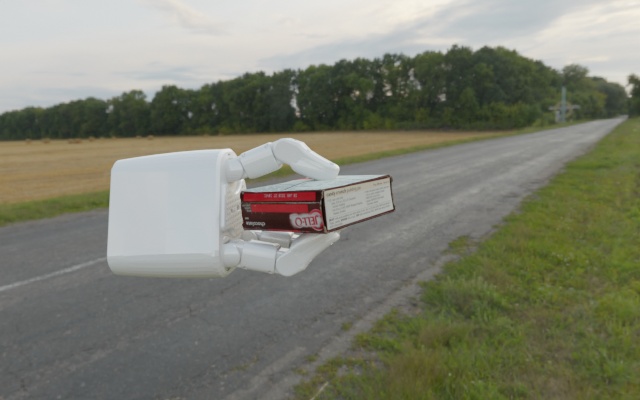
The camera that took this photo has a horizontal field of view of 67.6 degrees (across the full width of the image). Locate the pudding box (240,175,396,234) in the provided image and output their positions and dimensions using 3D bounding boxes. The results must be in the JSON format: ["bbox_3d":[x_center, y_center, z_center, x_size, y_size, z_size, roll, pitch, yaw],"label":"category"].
[{"bbox_3d":[0.000,0.001,0.420,0.090,0.039,0.113,1,11,37],"label":"pudding box"}]
